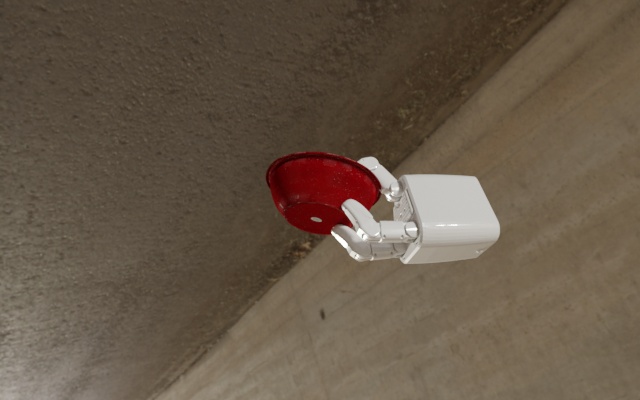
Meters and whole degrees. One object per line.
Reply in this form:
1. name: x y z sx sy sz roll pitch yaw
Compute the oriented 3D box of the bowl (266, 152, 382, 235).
1. bowl: -0.001 0.002 0.646 0.162 0.055 0.162 8 -29 4
